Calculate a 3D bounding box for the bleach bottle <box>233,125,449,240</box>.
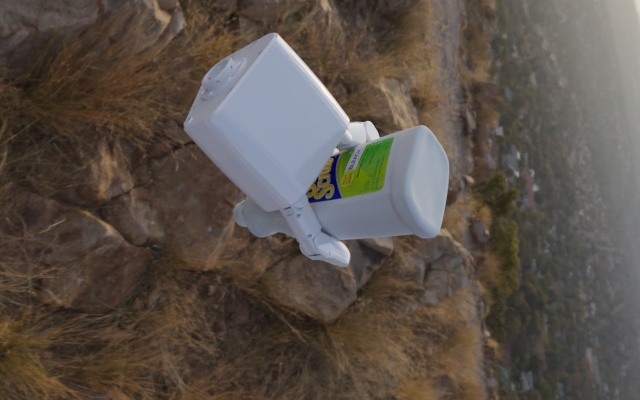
[{"bbox_3d":[0.000,0.002,0.489,0.251,0.102,0.068,-13,-46,38],"label":"bleach bottle"}]
